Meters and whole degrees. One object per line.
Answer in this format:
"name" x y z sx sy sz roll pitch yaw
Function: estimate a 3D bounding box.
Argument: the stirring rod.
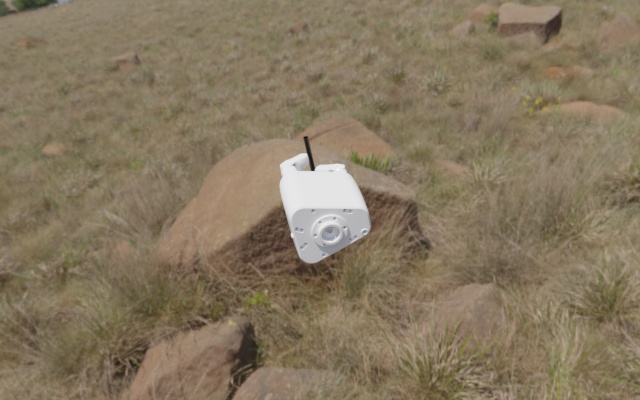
"stirring rod" 0.000 0.003 0.811 0.011 0.240 0.011 -10 29 6
